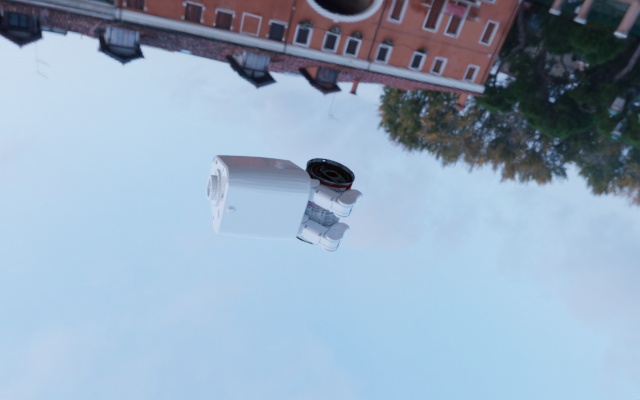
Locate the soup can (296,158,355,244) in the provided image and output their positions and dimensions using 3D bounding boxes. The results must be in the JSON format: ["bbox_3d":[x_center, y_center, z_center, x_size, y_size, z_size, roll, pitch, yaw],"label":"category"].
[{"bbox_3d":[0.000,0.002,0.659,0.068,0.102,0.068,14,29,-8],"label":"soup can"}]
